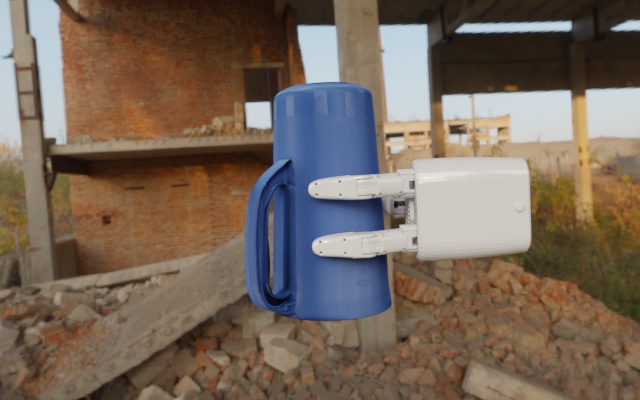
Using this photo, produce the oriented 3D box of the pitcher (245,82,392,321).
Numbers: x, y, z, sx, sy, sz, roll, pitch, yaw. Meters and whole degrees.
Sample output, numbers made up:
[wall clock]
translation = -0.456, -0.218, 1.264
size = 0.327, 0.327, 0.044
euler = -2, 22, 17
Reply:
[pitcher]
translation = 0.000, 0.002, 0.517
size = 0.145, 0.243, 0.149
euler = -3, 2, 4
